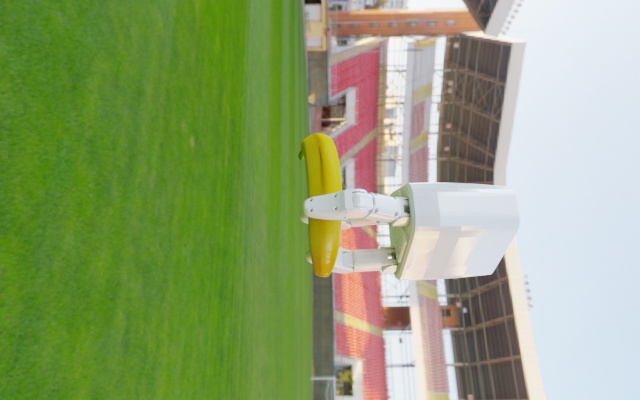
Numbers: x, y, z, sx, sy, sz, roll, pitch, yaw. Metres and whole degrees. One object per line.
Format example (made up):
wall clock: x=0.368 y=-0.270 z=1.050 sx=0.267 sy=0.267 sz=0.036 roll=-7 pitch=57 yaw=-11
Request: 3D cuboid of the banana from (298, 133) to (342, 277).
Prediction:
banana: x=0.001 y=-0.014 z=0.503 sx=0.037 sy=0.070 sz=0.197 roll=0 pitch=42 yaw=-7
